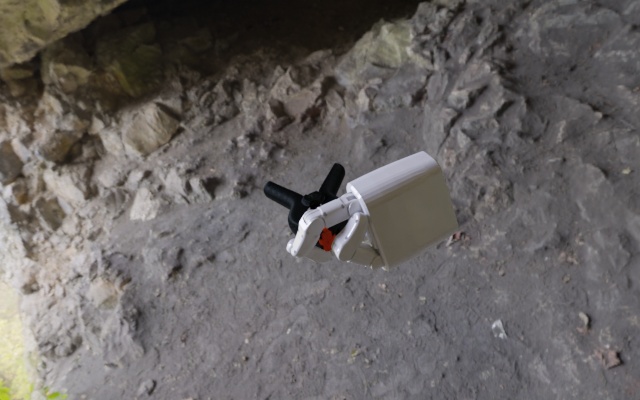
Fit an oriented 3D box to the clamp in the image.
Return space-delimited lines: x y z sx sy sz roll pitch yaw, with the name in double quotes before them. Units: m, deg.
"clamp" 0.000 0.002 0.638 0.120 0.039 0.171 -25 38 -8
